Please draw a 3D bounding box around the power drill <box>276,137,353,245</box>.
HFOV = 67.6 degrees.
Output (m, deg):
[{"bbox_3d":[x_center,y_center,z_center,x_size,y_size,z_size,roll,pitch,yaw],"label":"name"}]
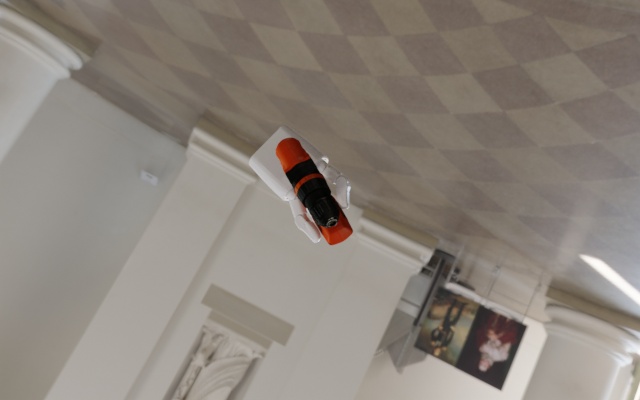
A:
[{"bbox_3d":[0.000,0.003,0.807,0.057,0.184,0.188,-28,-35,0],"label":"power drill"}]
